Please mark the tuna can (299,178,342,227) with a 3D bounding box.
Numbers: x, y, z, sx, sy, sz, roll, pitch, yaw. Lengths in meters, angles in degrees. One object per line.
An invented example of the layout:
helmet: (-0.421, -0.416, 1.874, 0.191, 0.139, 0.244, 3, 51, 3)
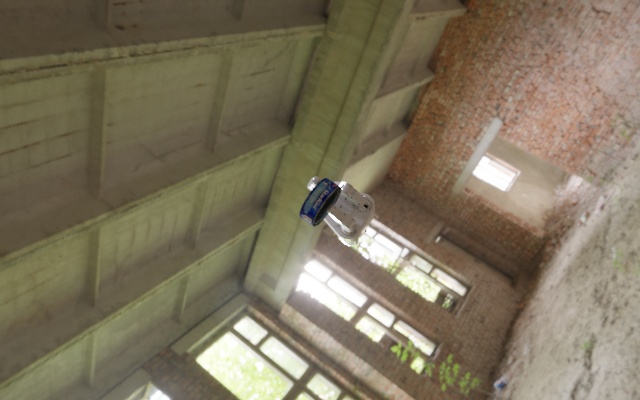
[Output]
tuna can: (0.000, 0.002, 0.851, 0.033, 0.086, 0.086, 35, 8, 12)
